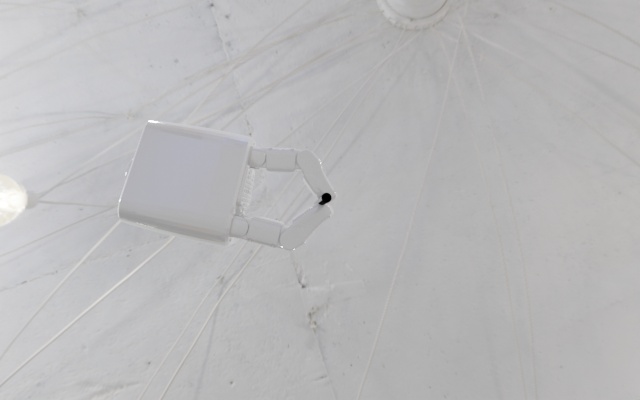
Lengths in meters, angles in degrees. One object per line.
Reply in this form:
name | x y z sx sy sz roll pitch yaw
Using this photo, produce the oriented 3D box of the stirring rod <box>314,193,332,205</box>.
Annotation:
stirring rod | 0.000 0.002 0.489 0.011 0.011 0.239 0 -2 -2
